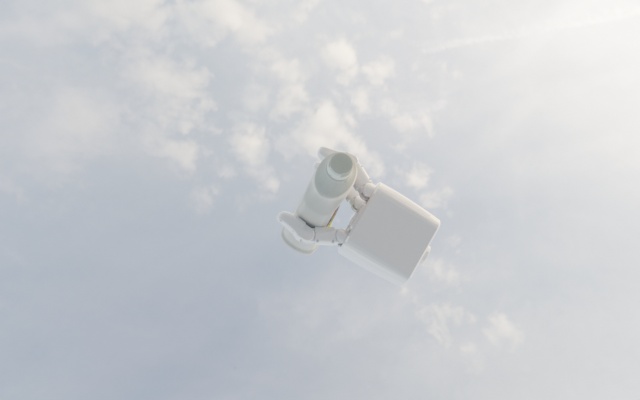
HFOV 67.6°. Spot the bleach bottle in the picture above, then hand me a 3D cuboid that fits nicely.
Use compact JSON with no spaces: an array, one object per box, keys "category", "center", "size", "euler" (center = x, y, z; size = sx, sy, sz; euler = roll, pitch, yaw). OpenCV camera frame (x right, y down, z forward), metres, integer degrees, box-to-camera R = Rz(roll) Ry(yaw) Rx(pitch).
[{"category":"bleach bottle","center":[0.000,0.002,0.692],"size":[0.068,0.102,0.251],"euler":[32,-21,1]}]
